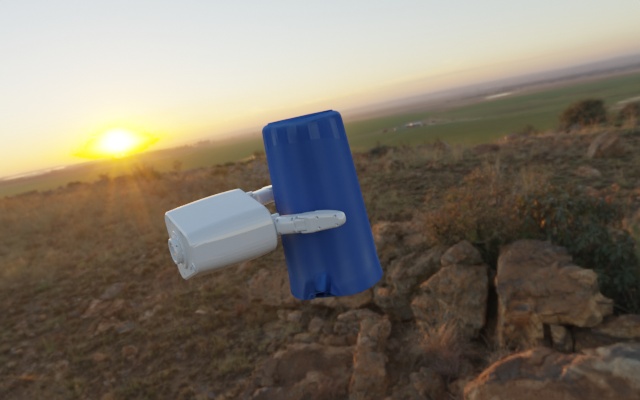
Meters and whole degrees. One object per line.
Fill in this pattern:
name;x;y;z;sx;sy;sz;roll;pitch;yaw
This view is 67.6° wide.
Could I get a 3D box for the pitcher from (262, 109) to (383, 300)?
pitcher;0.000;0.002;0.665;0.145;0.243;0.149;-18;13;-28
